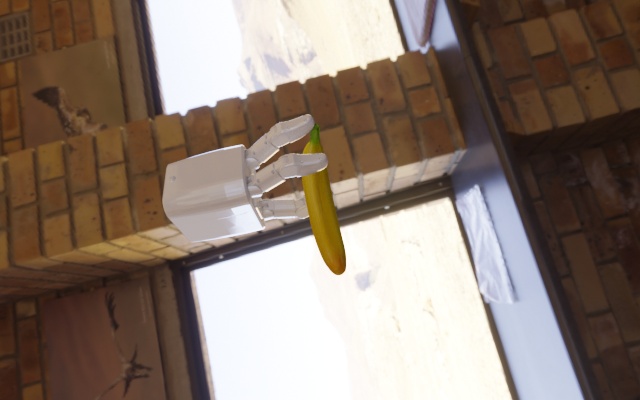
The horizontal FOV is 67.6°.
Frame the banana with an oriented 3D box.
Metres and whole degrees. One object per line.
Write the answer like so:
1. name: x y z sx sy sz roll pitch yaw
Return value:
1. banana: 0.001 0.005 0.606 0.037 0.197 0.070 -11 -20 -1
